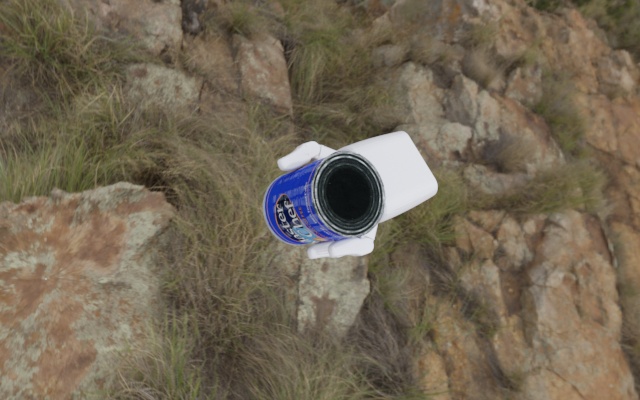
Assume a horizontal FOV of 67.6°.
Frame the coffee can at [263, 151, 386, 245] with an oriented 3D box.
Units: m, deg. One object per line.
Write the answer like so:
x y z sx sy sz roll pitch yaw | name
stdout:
0.000 0.002 0.612 0.103 0.103 0.140 0 -8 -30 | coffee can
